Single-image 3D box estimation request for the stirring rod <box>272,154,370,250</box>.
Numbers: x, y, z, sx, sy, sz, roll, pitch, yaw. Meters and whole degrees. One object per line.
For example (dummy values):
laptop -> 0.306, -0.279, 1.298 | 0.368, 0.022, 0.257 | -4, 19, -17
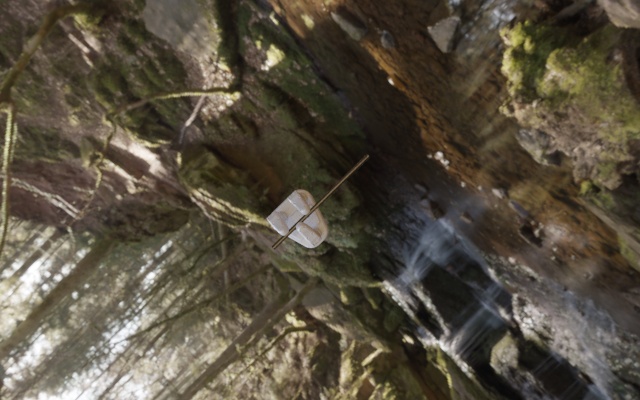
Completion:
stirring rod -> 0.000, 0.003, 0.864 | 0.239, 0.011, 0.011 | -44, -2, 2
